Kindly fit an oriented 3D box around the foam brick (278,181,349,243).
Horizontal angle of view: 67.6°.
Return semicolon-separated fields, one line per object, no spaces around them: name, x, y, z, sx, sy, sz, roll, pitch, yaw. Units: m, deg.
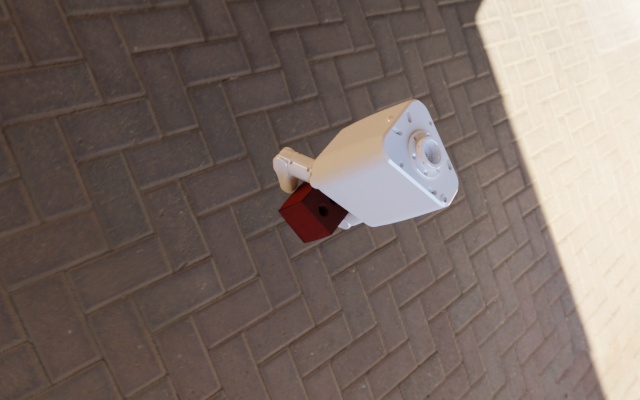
foam brick;0.000;0.002;0.556;0.051;0.053;0.078;-19;26;51
